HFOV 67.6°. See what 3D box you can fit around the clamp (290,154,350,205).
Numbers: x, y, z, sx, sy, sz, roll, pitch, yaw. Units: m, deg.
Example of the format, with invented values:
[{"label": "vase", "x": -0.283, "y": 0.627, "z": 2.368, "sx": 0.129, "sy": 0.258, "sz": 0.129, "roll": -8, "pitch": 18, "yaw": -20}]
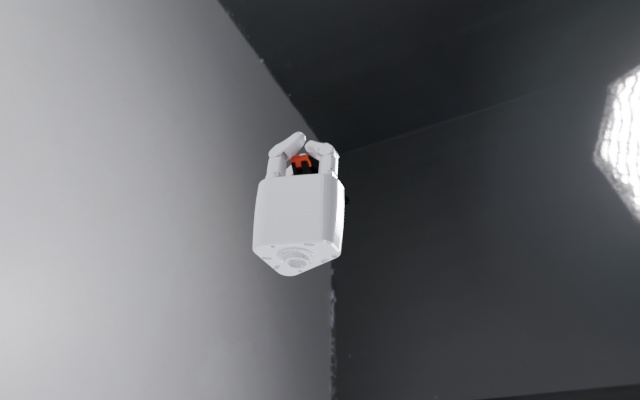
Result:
[{"label": "clamp", "x": 0.001, "y": 0.002, "z": 0.739, "sx": 0.039, "sy": 0.120, "sz": 0.171, "roll": -14, "pitch": -39, "yaw": 24}]
